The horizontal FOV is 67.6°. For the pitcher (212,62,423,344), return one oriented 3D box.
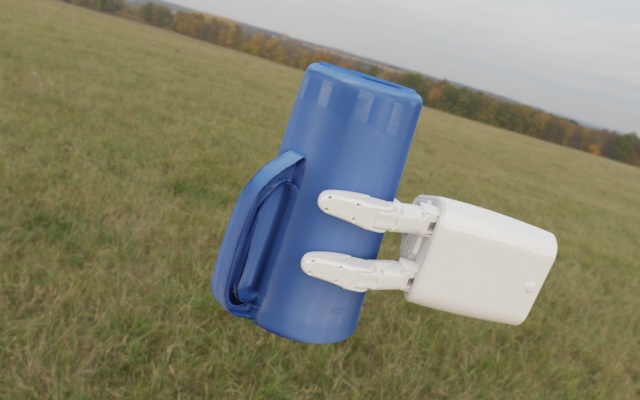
[{"bbox_3d":[0.000,0.002,0.448,0.145,0.243,0.149,16,17,-3],"label":"pitcher"}]
